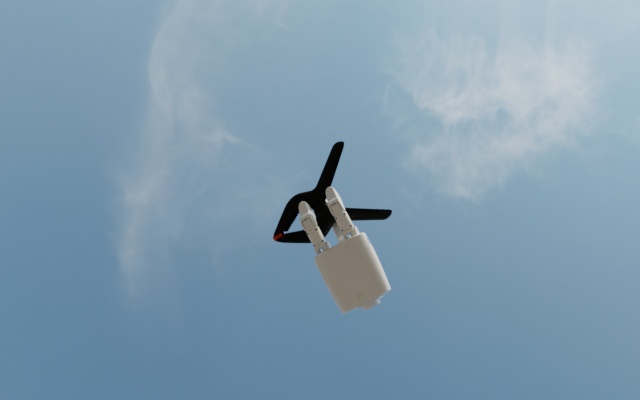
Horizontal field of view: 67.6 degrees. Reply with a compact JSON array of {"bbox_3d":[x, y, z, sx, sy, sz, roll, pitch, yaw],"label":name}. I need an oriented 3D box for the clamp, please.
[{"bbox_3d":[0.000,0.003,0.857,0.210,0.164,0.036,-29,-15,9],"label":"clamp"}]
